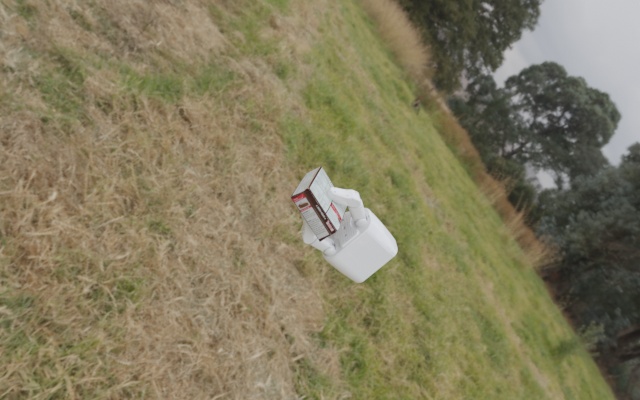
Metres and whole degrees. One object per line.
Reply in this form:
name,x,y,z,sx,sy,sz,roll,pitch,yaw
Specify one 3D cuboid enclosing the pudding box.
pudding box,0.000,0.003,0.797,0.039,0.090,0.113,-29,14,19
